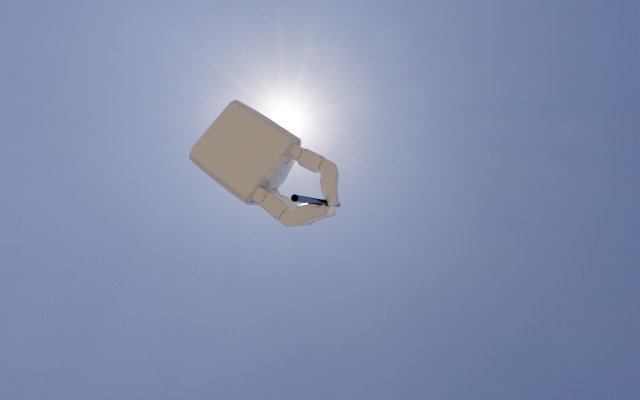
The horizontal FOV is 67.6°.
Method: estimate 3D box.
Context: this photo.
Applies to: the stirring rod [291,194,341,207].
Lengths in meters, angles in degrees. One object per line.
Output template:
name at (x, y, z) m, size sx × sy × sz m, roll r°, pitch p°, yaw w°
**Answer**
stirring rod at (0.000, 0.002, 0.598) m, size 0.011 × 0.011 × 0.239 m, roll 0°, pitch -2°, yaw 13°
